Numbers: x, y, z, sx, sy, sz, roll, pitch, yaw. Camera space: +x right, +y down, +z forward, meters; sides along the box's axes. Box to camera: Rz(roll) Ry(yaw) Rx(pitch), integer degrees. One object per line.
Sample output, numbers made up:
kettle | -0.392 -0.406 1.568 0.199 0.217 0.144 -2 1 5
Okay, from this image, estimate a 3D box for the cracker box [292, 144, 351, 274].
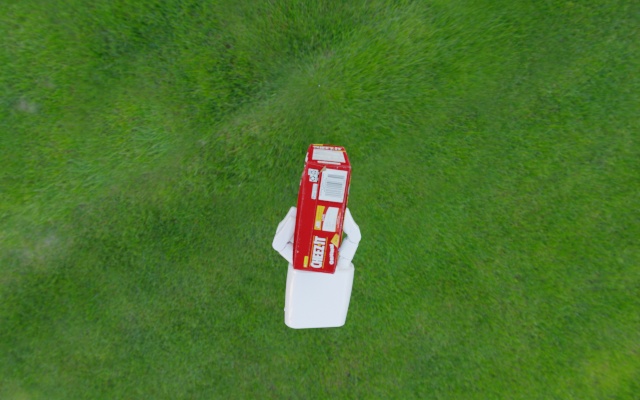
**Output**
cracker box | 0.000 0.003 0.776 0.072 0.164 0.213 7 13 -2
